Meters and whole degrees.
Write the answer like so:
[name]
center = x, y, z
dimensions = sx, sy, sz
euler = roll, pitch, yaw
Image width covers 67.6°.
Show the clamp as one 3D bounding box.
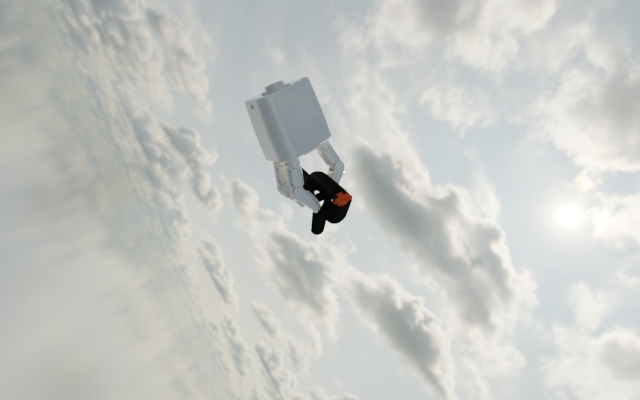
[clamp]
center = 0.001, 0.002, 0.827
dimensions = 0.036, 0.165, 0.210
euler = -30, 20, -19
